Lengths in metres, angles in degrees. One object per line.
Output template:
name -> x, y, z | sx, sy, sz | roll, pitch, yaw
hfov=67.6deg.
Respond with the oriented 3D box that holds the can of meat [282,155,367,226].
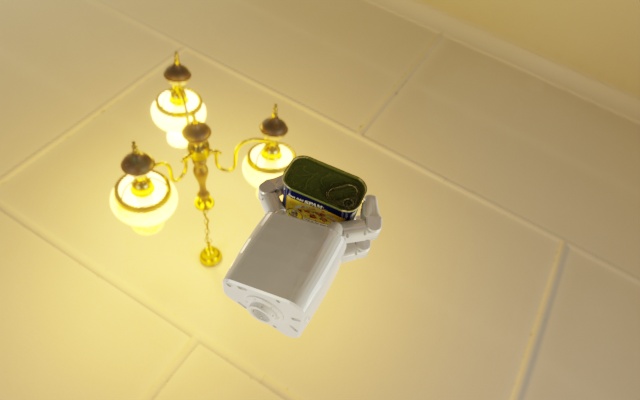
can of meat -> 0.000, 0.002, 0.610 | 0.102, 0.057, 0.084 | 23, -36, 7
